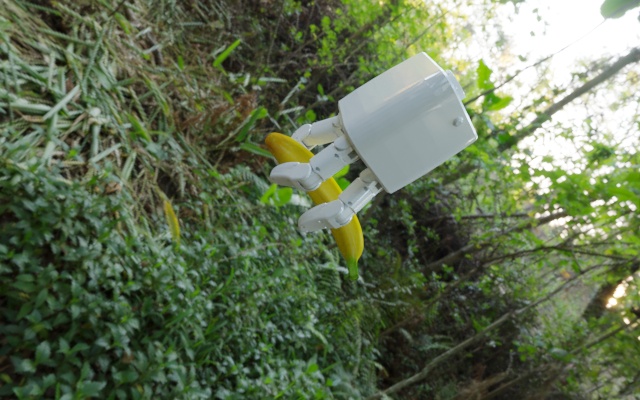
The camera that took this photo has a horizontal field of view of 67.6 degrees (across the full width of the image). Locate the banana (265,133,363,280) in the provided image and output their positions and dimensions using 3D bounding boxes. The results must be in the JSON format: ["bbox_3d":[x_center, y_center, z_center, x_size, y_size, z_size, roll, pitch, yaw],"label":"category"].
[{"bbox_3d":[0.003,-0.003,0.551,0.037,0.198,0.069,-27,20,16],"label":"banana"}]
